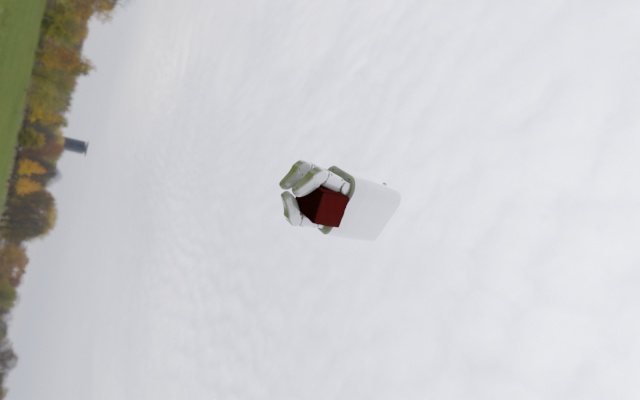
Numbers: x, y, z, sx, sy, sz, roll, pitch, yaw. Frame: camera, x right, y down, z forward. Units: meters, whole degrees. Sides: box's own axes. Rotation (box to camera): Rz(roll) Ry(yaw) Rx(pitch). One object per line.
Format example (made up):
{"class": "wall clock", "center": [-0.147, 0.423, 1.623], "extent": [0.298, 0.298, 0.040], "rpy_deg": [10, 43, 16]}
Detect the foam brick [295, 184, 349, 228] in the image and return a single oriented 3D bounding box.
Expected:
{"class": "foam brick", "center": [0.000, 0.003, 0.756], "extent": [0.051, 0.053, 0.078], "rpy_deg": [13, 14, -32]}
